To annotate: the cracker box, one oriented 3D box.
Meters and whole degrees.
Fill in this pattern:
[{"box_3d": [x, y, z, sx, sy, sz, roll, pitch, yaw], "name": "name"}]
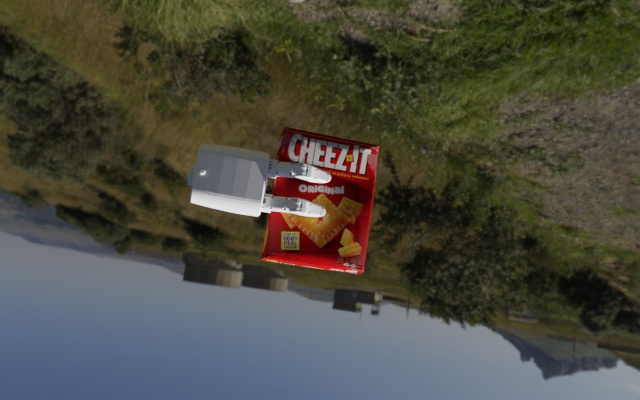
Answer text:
[{"box_3d": [0.000, 0.003, 0.780, 0.164, 0.213, 0.072, 10, -9, -10], "name": "cracker box"}]
